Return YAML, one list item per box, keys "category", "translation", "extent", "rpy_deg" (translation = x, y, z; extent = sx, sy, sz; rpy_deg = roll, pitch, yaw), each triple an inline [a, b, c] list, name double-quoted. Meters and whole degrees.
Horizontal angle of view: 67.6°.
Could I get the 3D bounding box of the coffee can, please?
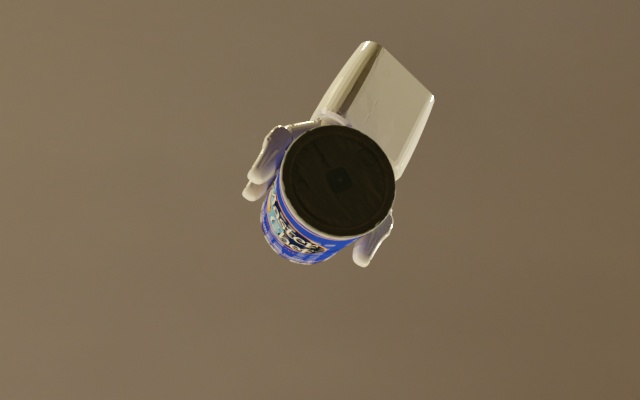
- category: "coffee can"
  translation: [0.000, 0.002, 0.470]
  extent: [0.103, 0.102, 0.140]
  rpy_deg: [0, -16, -15]
